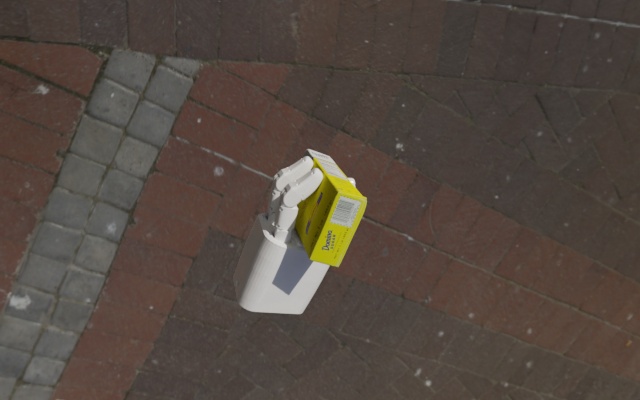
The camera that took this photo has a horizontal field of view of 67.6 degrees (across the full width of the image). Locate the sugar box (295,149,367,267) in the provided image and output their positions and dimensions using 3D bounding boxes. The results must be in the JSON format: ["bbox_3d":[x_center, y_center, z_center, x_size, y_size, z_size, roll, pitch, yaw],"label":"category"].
[{"bbox_3d":[0.000,0.002,0.627,0.048,0.093,0.176,17,16,-23],"label":"sugar box"}]
